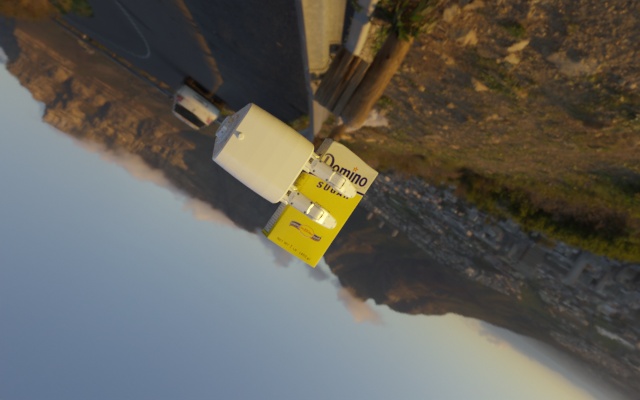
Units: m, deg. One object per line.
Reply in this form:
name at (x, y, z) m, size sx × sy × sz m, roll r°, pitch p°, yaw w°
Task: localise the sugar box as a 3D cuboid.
sugar box at (0.000, 0.002, 0.723) m, size 0.093 × 0.176 × 0.048 m, roll 35°, pitch 0°, yaw -21°
